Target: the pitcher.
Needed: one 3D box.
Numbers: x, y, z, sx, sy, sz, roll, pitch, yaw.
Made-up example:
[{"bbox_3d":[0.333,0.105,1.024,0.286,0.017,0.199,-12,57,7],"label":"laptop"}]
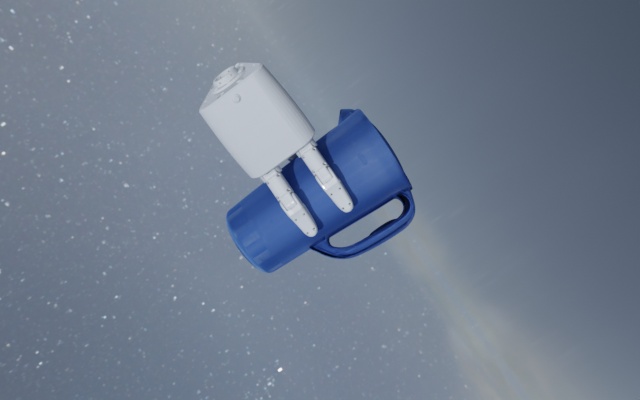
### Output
[{"bbox_3d":[0.000,0.002,0.658,0.243,0.145,0.149,-35,30,6],"label":"pitcher"}]
